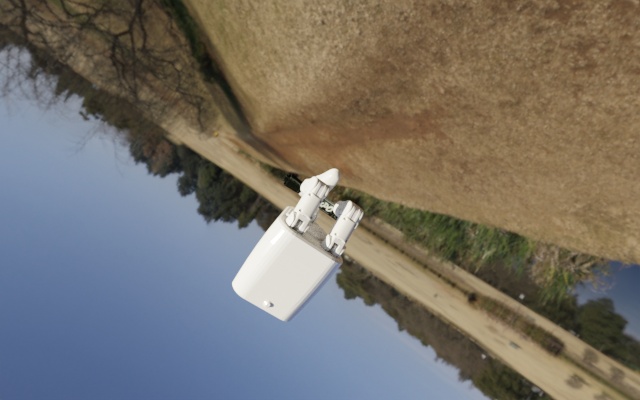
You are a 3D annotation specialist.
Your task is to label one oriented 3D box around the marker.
[{"bbox_3d":[0.000,0.002,0.637,0.121,0.020,0.020,35,-12,-18],"label":"marker"}]
